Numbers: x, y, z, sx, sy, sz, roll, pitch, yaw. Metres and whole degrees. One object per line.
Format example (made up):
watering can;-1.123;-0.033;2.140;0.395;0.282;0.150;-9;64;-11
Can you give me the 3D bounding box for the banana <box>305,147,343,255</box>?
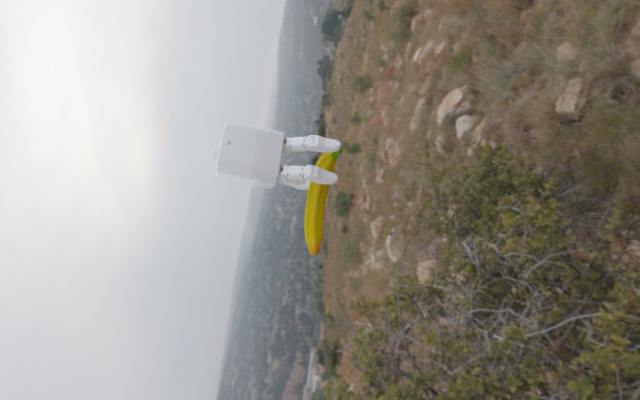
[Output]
banana;-0.003;-0.002;0.868;0.037;0.198;0.069;11;2;-14
